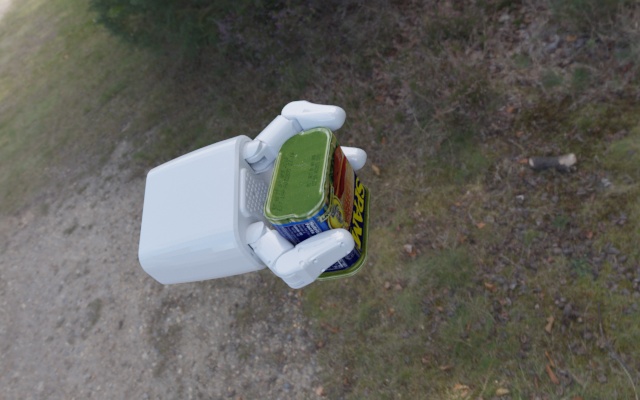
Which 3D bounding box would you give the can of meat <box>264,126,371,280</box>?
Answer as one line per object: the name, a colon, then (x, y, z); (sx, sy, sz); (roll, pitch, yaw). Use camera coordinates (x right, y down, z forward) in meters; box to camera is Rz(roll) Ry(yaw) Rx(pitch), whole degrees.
can of meat: (0.000, 0.001, 0.402); (0.057, 0.102, 0.084); (-12, -43, 23)
